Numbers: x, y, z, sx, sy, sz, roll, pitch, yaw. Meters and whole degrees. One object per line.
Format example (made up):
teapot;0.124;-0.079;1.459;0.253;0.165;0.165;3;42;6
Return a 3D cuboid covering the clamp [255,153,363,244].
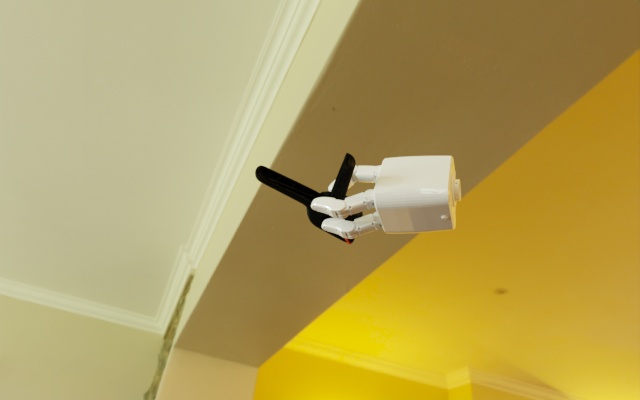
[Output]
clamp;0.001;0.002;0.766;0.164;0.036;0.210;0;-37;23
